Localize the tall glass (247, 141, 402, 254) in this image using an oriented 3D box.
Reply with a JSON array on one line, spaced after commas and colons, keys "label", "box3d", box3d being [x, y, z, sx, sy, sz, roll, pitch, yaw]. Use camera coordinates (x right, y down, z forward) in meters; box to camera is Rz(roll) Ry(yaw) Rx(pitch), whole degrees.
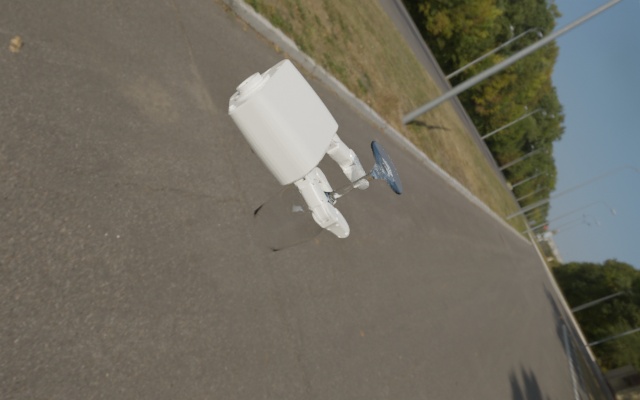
[{"label": "tall glass", "box3d": [0.001, 0.002, 0.622, 0.201, 0.079, 0.079, -28, -11, 21]}]
